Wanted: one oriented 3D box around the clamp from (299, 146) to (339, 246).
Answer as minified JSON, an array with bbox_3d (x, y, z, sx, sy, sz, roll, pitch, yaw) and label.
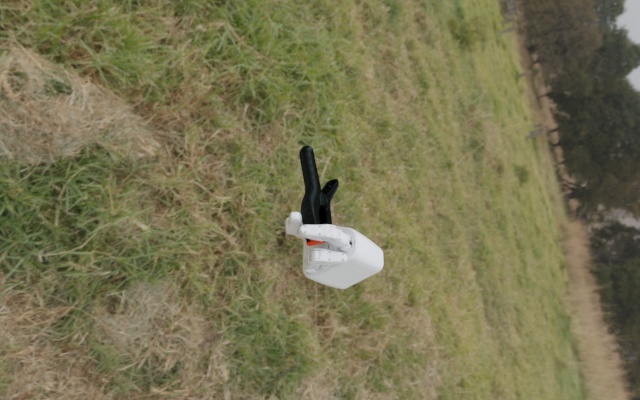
[{"bbox_3d":[0.001,0.003,0.821,0.039,0.171,0.120,-15,-29,31],"label":"clamp"}]
